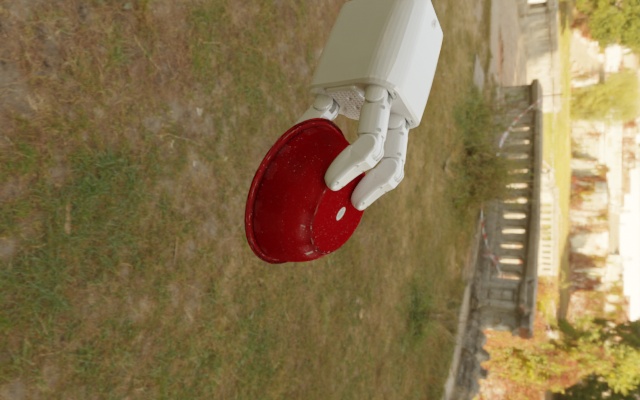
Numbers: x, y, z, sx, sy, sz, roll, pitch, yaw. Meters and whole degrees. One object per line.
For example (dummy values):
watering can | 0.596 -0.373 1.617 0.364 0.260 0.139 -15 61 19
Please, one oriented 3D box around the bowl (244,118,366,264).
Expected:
bowl | 0.000 0.003 0.485 0.055 0.162 0.162 26 14 32
